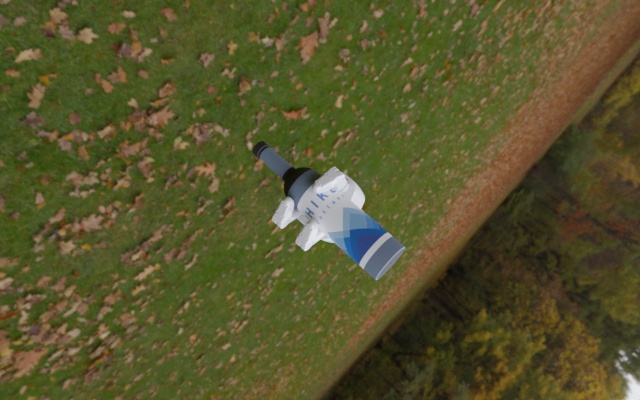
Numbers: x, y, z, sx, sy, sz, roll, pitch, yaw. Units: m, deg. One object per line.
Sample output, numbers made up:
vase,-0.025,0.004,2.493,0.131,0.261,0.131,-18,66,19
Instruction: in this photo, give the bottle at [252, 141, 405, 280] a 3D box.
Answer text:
bottle,0.000,0.003,0.761,0.295,0.069,0.069,41,15,18
